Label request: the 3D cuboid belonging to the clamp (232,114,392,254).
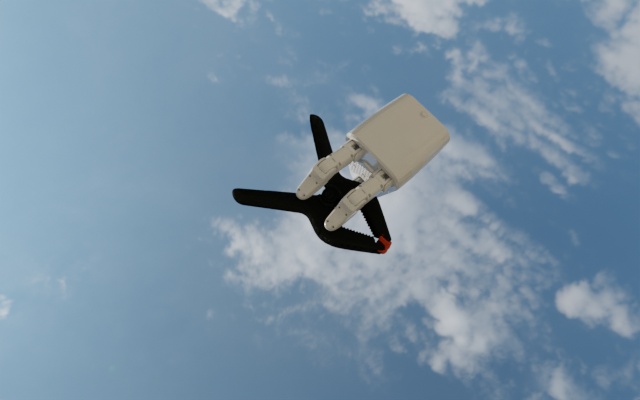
[{"bbox_3d":[0.001,0.003,0.626,0.164,0.210,0.036,-40,-14,-13],"label":"clamp"}]
